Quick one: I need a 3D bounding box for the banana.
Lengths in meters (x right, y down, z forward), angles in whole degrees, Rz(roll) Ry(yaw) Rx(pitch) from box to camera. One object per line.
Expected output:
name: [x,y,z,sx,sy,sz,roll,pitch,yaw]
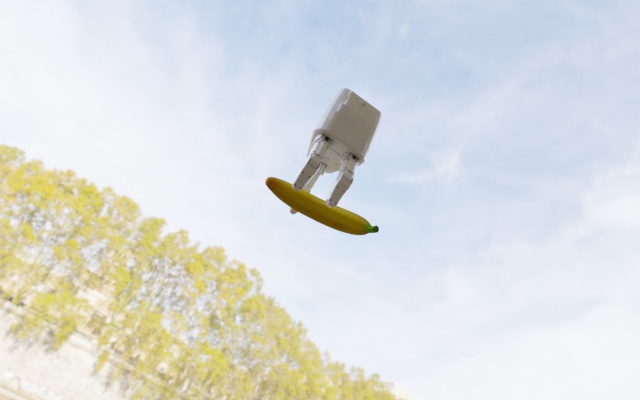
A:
banana: [0.003,0.012,0.774,0.198,0.037,0.070,23,-25,10]
